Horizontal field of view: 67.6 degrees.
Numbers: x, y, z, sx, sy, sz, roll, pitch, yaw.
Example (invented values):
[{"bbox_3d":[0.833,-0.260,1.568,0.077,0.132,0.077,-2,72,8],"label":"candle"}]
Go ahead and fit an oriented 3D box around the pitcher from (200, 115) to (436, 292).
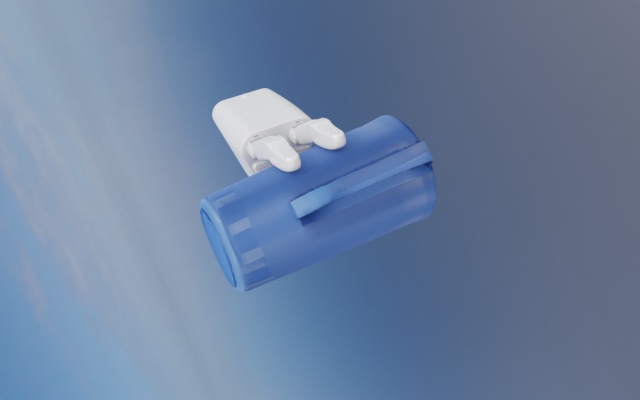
[{"bbox_3d":[0.000,0.002,0.525,0.243,0.149,0.145,-24,43,-20],"label":"pitcher"}]
